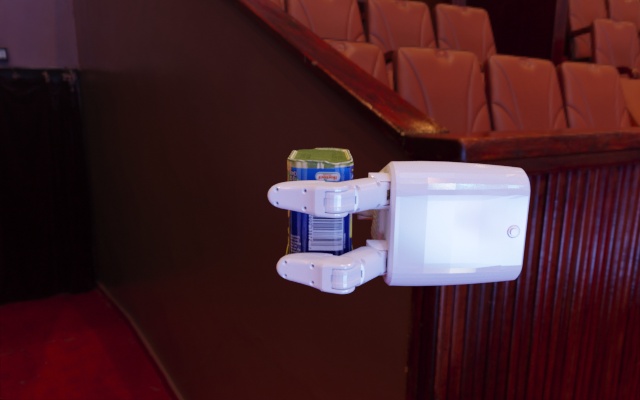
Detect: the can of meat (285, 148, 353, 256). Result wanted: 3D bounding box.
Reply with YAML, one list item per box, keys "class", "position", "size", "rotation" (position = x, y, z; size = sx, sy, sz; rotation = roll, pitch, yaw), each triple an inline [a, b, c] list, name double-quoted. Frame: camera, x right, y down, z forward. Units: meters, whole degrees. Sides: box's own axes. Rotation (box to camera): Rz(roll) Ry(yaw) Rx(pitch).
- class: "can of meat"
  position: [0.000, 0.001, 0.408]
  size: [0.057, 0.084, 0.102]
  rotation: [1, 12, 0]
